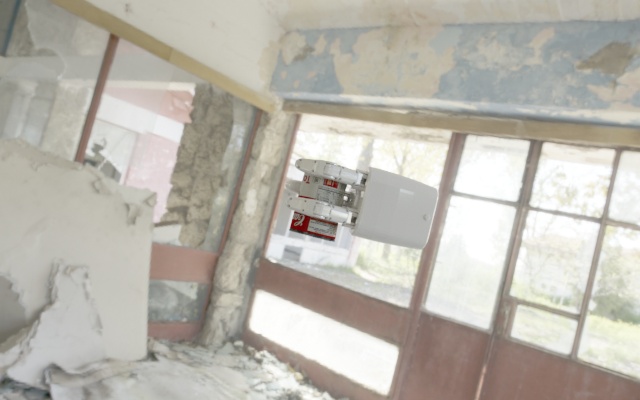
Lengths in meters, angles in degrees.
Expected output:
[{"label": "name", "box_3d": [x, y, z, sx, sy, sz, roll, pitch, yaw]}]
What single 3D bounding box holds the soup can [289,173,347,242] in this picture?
[{"label": "soup can", "box_3d": [0.000, 0.002, 0.684, 0.068, 0.102, 0.068, 14, -3, 1]}]
